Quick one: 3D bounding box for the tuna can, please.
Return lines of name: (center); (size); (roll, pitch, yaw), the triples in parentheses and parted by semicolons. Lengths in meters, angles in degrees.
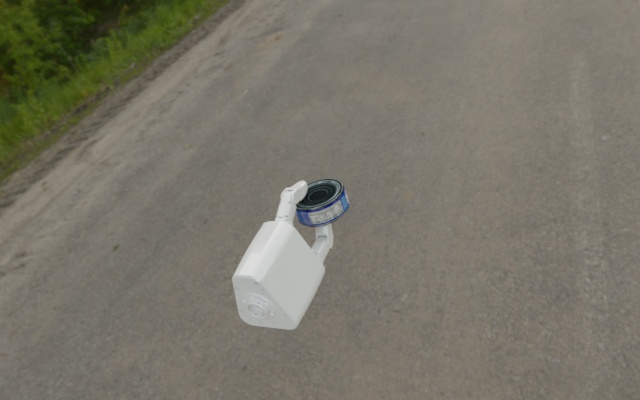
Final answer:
tuna can: (0.000, 0.002, 0.737); (0.086, 0.034, 0.086); (-16, 30, 9)
